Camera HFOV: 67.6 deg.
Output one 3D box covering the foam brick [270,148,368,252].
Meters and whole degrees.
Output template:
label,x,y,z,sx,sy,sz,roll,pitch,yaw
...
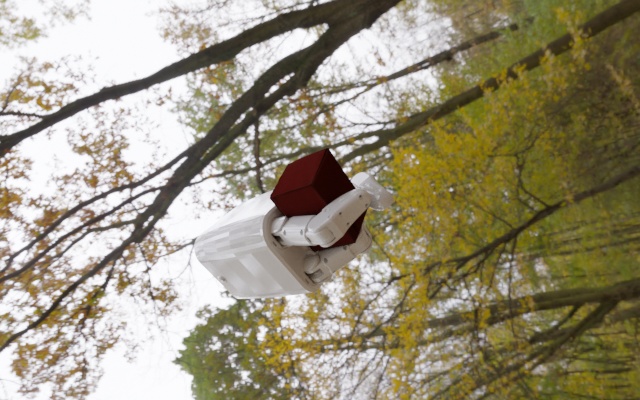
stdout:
label,x,y,z,sx,sy,sz,roll,pitch,yaw
foam brick,0.000,0.001,0.448,0.051,0.078,0.053,-15,35,35
